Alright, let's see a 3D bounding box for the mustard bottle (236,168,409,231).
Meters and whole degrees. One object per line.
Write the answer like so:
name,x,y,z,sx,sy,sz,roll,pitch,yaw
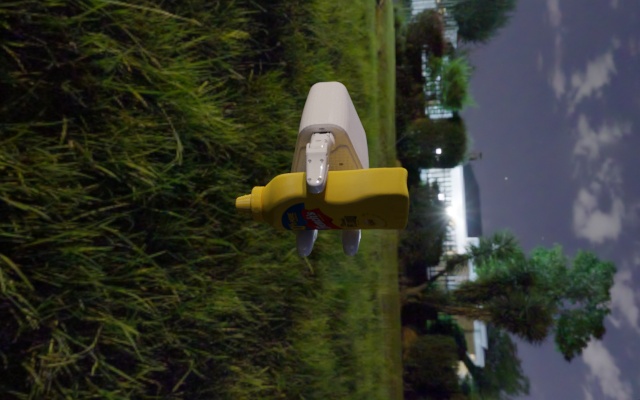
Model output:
mustard bottle,0.000,0.002,0.534,0.191,0.058,0.096,-2,-23,7
